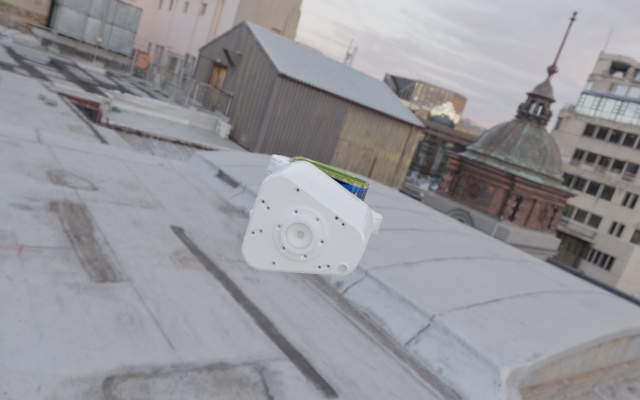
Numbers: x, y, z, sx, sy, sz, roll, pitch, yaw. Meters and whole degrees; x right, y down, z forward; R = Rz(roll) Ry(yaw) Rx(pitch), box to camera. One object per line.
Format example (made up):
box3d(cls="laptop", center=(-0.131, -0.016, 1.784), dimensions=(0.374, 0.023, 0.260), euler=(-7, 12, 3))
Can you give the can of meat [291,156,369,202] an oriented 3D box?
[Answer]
box3d(cls="can of meat", center=(0.000, 0.002, 0.577), dimensions=(0.102, 0.084, 0.057), euler=(20, 11, 8))
